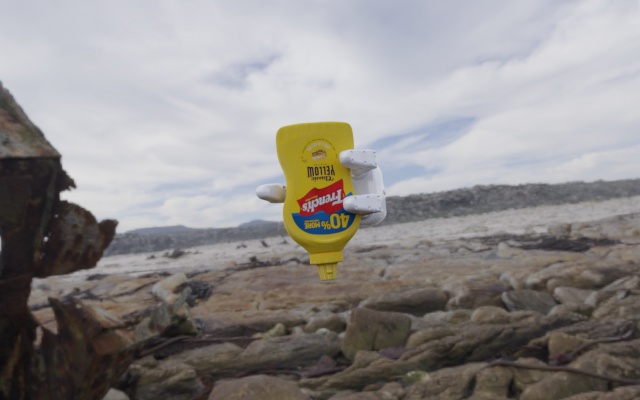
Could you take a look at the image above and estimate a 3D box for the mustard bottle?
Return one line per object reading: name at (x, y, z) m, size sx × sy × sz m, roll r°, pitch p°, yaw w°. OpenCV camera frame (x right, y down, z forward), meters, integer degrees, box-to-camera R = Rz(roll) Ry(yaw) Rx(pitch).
mustard bottle at (0.000, 0.002, 0.590) m, size 0.096 × 0.191 × 0.058 m, roll -5°, pitch -6°, yaw -10°
